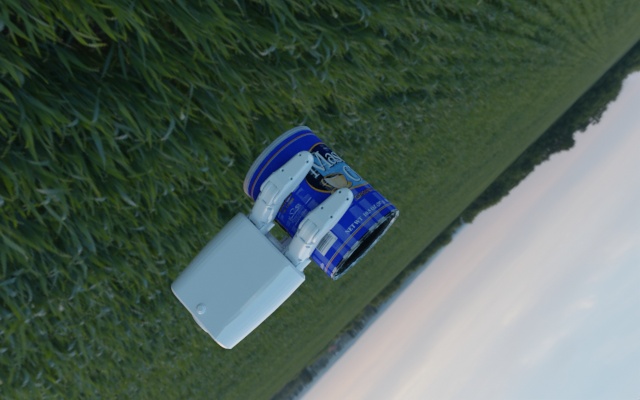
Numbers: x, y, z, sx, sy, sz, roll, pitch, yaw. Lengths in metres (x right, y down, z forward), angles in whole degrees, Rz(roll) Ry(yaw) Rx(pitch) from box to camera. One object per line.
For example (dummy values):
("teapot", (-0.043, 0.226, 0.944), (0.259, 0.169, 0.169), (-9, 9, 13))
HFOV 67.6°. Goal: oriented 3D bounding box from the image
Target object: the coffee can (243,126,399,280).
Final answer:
("coffee can", (0.000, 0.001, 0.524), (0.140, 0.103, 0.103), (44, 13, 14))
